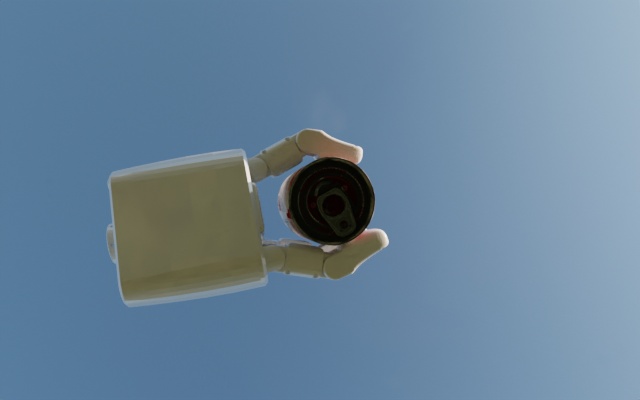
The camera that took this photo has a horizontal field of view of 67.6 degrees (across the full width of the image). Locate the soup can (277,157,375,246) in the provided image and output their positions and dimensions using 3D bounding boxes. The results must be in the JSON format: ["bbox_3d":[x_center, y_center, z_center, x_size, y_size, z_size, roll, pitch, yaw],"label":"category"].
[{"bbox_3d":[0.000,0.001,0.413,0.068,0.068,0.102,0,-1,-10],"label":"soup can"}]
